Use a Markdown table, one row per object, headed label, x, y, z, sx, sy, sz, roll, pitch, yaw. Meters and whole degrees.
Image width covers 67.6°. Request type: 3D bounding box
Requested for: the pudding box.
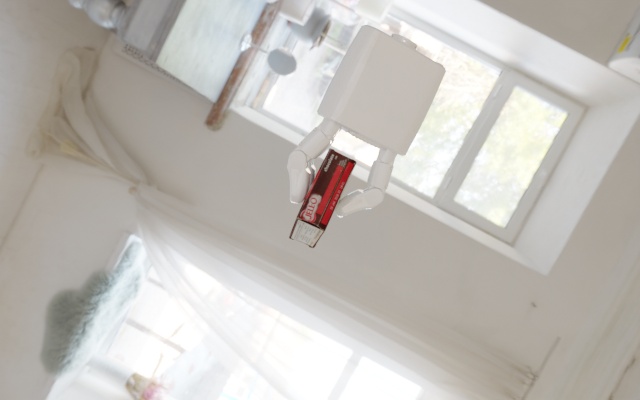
| label | x | y | z | sx | sy | sz | roll | pitch | yaw |
| --- | --- | --- | --- | --- | --- | --- | --- | --- | --- |
| pudding box | 0.000 | 0.002 | 0.562 | 0.039 | 0.090 | 0.113 | 26 | -18 | 2 |
